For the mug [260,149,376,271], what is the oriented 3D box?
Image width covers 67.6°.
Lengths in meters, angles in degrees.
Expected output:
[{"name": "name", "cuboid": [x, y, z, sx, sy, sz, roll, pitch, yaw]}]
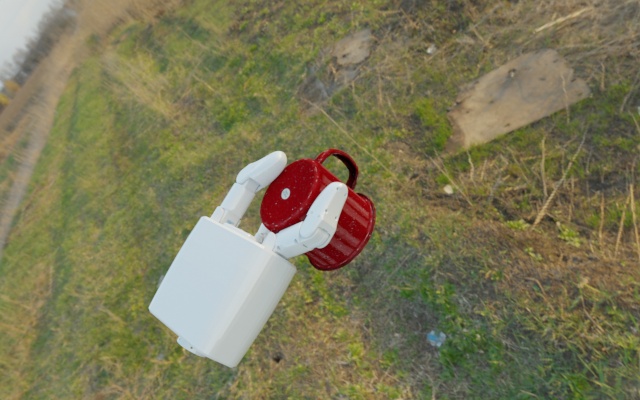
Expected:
[{"name": "mug", "cuboid": [0.001, 0.000, 0.481, 0.081, 0.117, 0.093, 38, -15, -34]}]
